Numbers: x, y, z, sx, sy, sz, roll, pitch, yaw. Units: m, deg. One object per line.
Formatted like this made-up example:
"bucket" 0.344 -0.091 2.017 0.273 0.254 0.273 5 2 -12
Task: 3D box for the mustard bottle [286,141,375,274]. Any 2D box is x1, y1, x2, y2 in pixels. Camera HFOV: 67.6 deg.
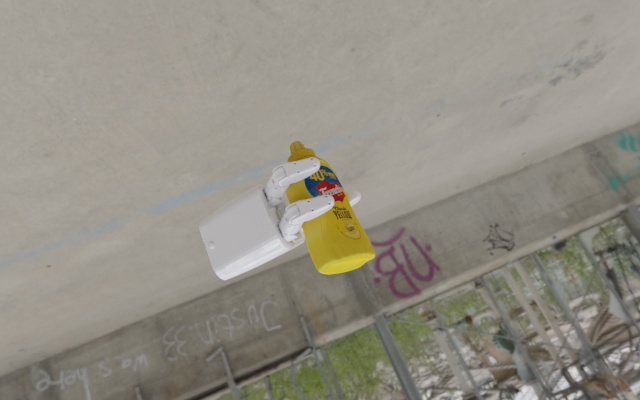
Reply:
"mustard bottle" 0.000 0.002 0.646 0.096 0.191 0.058 1 -32 -48
